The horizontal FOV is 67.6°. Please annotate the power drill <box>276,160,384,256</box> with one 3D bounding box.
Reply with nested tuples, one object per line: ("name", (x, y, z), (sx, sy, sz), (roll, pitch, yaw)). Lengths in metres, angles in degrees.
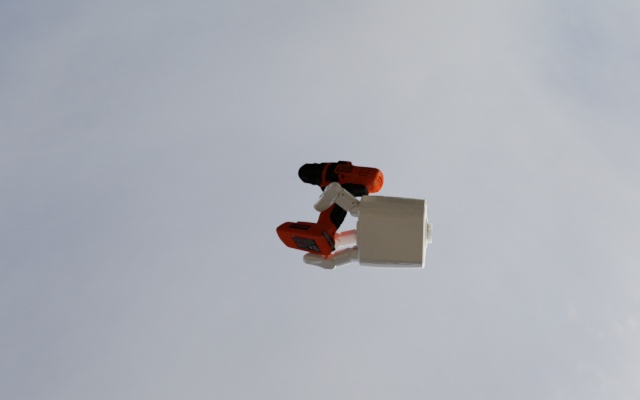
("power drill", (0.000, 0.003, 0.858), (0.184, 0.187, 0.057), (7, -38, 38))
